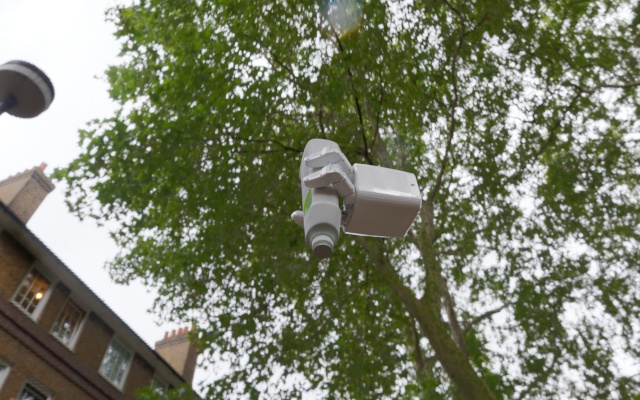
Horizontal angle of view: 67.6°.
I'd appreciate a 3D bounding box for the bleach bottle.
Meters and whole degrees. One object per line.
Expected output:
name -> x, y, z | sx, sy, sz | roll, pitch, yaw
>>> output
bleach bottle -> 0.000, 0.002, 0.784 | 0.068, 0.103, 0.250 | 8, 38, -7
